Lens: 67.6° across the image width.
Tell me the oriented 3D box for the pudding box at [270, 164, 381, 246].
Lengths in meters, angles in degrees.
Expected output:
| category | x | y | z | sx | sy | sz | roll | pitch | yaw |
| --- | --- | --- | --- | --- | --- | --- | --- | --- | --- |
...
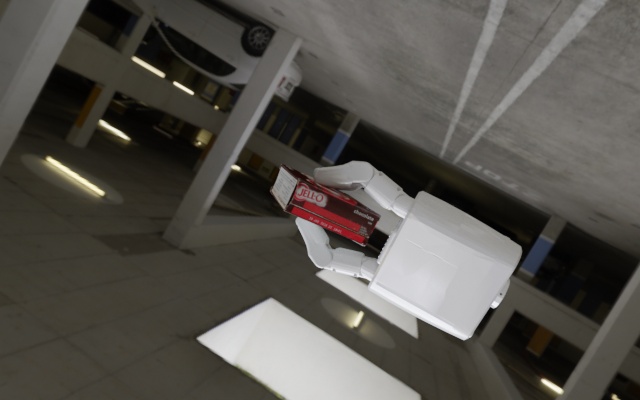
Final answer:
| category | x | y | z | sx | sy | sz | roll | pitch | yaw |
| --- | --- | --- | --- | --- | --- | --- | --- | --- | --- |
| pudding box | 0.000 | 0.002 | 0.494 | 0.090 | 0.039 | 0.113 | 25 | 3 | -17 |
